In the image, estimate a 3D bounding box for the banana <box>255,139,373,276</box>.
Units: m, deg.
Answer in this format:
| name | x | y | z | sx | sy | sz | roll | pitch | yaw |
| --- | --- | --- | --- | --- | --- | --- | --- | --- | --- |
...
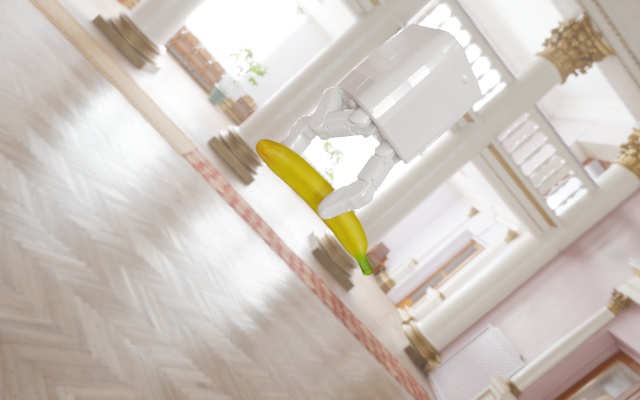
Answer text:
| name | x | y | z | sx | sy | sz | roll | pitch | yaw |
| --- | --- | --- | --- | --- | --- | --- | --- | --- | --- |
| banana | 0.000 | -0.002 | 0.538 | 0.037 | 0.198 | 0.069 | -40 | 20 | 6 |
